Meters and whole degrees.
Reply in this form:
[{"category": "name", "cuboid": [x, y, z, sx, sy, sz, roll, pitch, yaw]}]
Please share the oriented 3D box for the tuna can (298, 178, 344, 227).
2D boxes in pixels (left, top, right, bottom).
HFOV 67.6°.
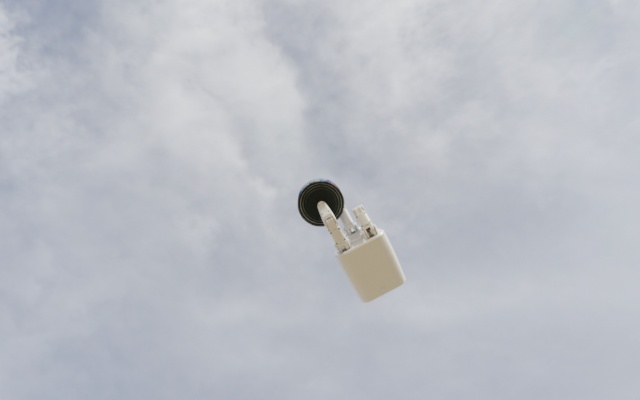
[{"category": "tuna can", "cuboid": [0.000, 0.003, 0.884, 0.086, 0.086, 0.033, 0, 14, -3]}]
